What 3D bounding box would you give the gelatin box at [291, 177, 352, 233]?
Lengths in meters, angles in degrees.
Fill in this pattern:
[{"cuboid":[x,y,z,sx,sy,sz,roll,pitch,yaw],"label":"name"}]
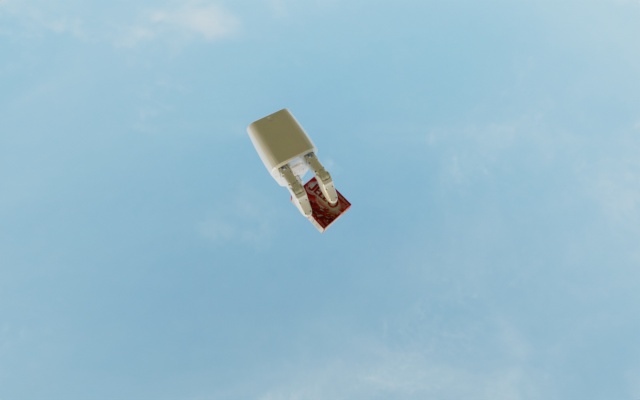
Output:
[{"cuboid":[0.000,0.003,0.883,0.073,0.089,0.030,-41,-10,-20],"label":"gelatin box"}]
